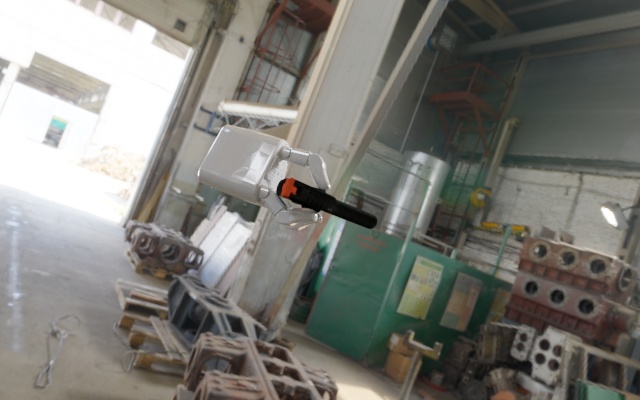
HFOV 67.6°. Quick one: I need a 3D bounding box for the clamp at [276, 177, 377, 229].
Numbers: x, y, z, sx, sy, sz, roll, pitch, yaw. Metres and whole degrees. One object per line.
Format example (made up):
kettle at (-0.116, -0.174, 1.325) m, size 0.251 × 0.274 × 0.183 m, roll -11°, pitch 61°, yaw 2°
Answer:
clamp at (0.000, 0.001, 0.739) m, size 0.164 × 0.036 × 0.210 m, roll 18°, pitch -3°, yaw 16°
